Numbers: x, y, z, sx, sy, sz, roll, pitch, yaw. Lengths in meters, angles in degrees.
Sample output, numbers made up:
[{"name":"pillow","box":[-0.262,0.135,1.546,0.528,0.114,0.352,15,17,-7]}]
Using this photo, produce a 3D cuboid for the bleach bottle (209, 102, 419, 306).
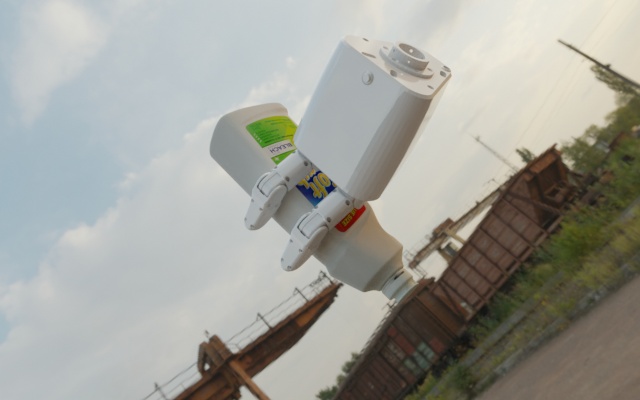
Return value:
[{"name":"bleach bottle","box":[0.000,0.002,0.481,0.250,0.068,0.102,44,40,21]}]
